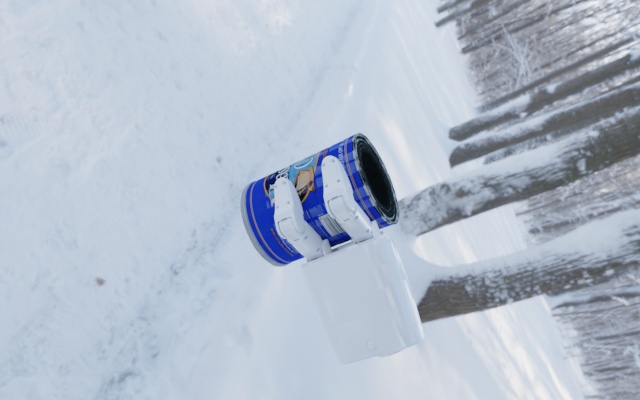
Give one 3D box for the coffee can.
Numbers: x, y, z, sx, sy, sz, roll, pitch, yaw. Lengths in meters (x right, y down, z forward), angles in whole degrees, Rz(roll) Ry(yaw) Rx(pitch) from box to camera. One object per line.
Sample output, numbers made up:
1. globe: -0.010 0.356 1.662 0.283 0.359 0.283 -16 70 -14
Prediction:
1. coffee can: 0.000 0.002 0.519 0.140 0.103 0.103 -23 -9 22
